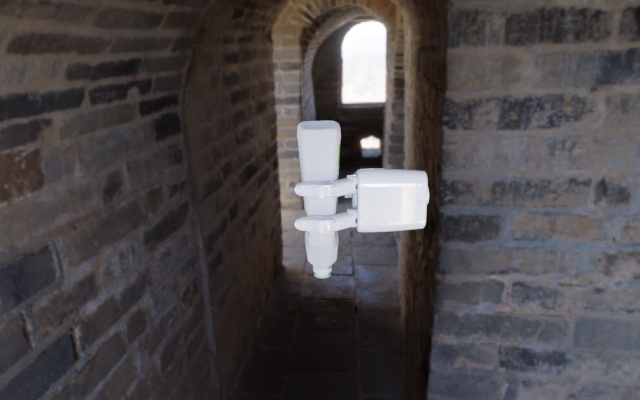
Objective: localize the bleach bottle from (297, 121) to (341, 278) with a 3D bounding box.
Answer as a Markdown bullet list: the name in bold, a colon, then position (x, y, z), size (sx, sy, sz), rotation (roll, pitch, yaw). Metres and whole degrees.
- **bleach bottle**: position (0.000, 0.003, 0.775), size (0.068, 0.251, 0.102), rotation (-2, 17, -1)
